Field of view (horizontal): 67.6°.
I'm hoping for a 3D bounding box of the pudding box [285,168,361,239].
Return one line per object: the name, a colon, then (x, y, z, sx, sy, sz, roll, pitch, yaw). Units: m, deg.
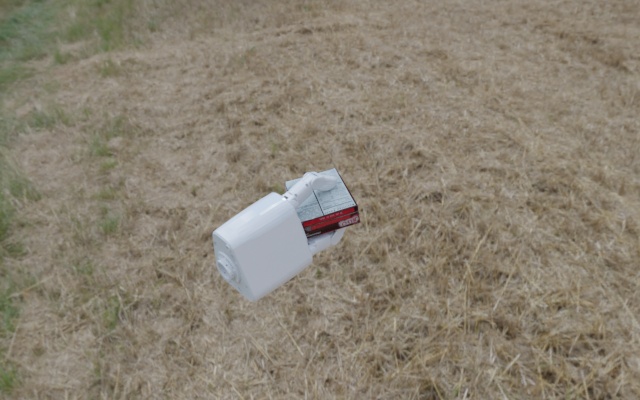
pudding box: (0.000, 0.002, 0.722, 0.090, 0.039, 0.113, -16, 39, -7)
